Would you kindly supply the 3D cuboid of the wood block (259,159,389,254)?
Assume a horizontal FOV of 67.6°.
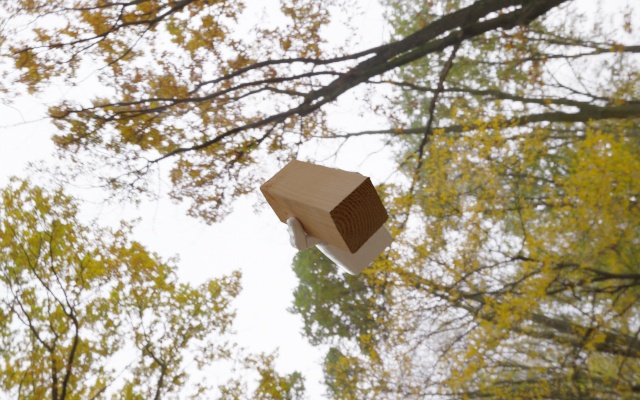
[{"bbox_3d":[0.000,0.003,0.797,0.091,0.090,0.206,-43,33,-21],"label":"wood block"}]
